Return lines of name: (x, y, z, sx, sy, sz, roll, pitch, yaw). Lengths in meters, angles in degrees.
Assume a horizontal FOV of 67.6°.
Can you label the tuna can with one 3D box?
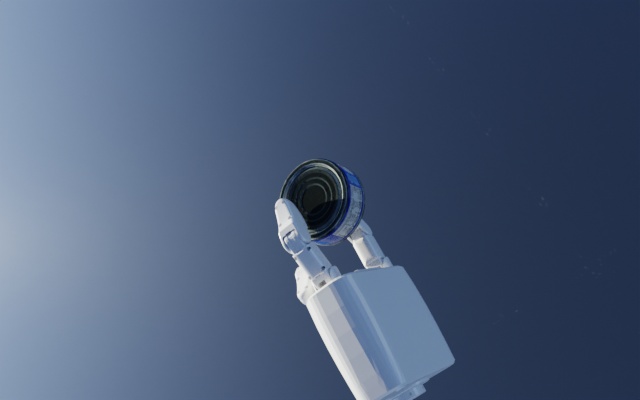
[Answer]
tuna can: (0.000, 0.001, 0.484, 0.086, 0.086, 0.034, 0, -12, 35)
